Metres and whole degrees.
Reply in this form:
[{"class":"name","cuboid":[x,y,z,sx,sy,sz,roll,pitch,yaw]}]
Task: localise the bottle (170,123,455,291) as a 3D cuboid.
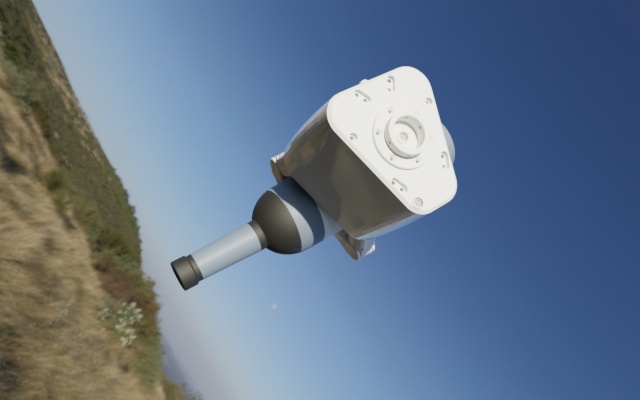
[{"class":"bottle","cuboid":[0.000,0.001,0.458,0.295,0.069,0.069,-28,11,-23]}]
